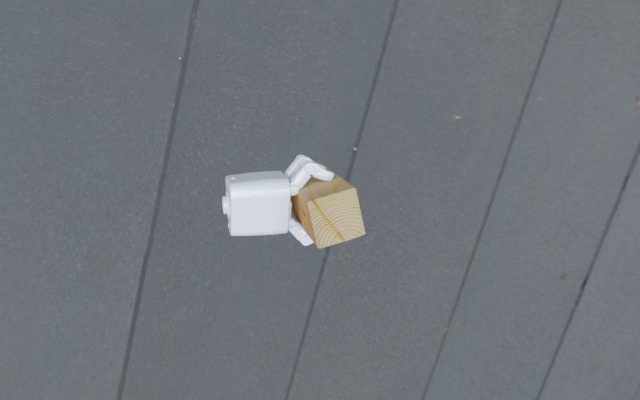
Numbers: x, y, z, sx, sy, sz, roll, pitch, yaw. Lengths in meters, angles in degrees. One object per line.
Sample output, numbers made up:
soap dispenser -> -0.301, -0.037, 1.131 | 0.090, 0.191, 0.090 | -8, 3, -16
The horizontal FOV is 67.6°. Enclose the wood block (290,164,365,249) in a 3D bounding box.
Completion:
wood block -> 0.000, 0.003, 0.898 | 0.090, 0.091, 0.206 | -17, 20, -11
